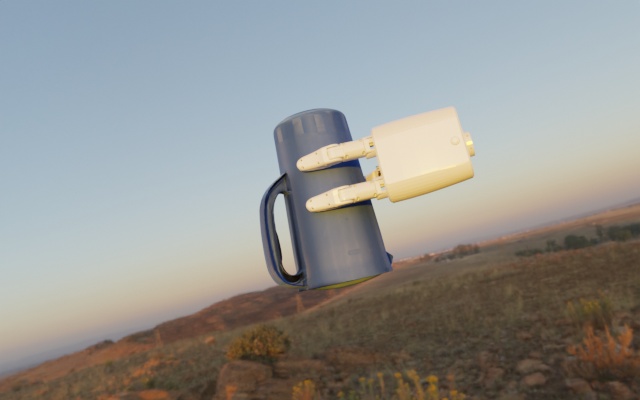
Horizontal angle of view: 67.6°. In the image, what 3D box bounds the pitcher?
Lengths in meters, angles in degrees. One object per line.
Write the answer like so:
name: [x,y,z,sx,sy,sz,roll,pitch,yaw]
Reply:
pitcher: [0.000,0.002,0.666,0.145,0.243,0.149,-16,-9,17]
